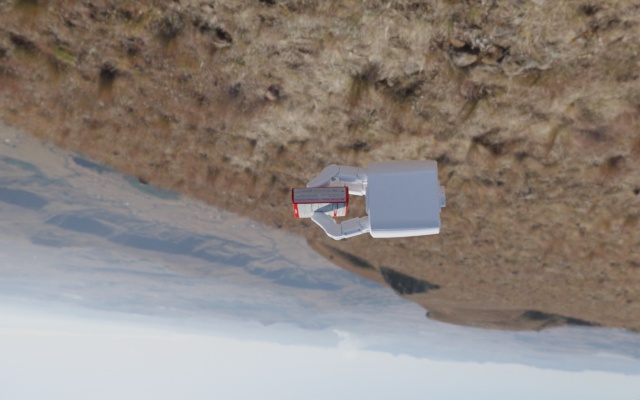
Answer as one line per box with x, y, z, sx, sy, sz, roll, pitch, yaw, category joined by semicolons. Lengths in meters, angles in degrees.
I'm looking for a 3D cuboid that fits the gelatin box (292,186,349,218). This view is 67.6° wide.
0.000;0.003;0.766;0.089;0.030;0.073;-2;-19;-1;gelatin box
